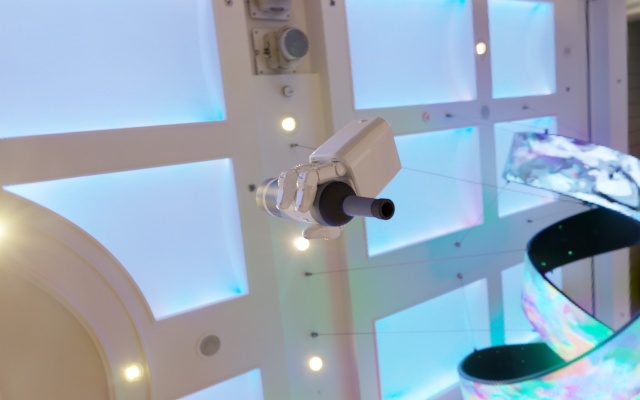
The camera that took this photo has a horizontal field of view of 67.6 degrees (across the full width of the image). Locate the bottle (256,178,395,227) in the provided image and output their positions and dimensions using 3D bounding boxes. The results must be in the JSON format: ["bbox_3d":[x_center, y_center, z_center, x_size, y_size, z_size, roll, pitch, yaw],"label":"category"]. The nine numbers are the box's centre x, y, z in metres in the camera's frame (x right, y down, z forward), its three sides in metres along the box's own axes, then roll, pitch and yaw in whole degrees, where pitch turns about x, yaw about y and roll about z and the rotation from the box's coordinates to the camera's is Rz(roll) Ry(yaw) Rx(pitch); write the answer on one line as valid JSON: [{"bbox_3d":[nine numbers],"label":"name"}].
[{"bbox_3d":[0.000,0.002,0.710,0.069,0.069,0.295,0,3,-34],"label":"bottle"}]
